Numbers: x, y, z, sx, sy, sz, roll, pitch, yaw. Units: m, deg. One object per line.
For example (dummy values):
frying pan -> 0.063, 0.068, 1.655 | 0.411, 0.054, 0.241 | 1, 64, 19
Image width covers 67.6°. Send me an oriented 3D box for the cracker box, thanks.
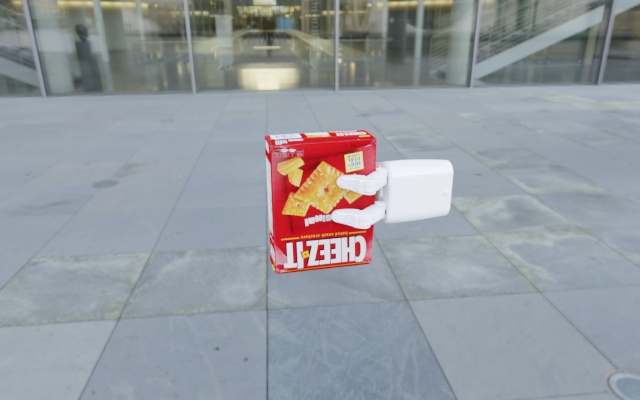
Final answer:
cracker box -> 0.000, 0.002, 0.755 | 0.164, 0.214, 0.072 | -4, 21, -11
